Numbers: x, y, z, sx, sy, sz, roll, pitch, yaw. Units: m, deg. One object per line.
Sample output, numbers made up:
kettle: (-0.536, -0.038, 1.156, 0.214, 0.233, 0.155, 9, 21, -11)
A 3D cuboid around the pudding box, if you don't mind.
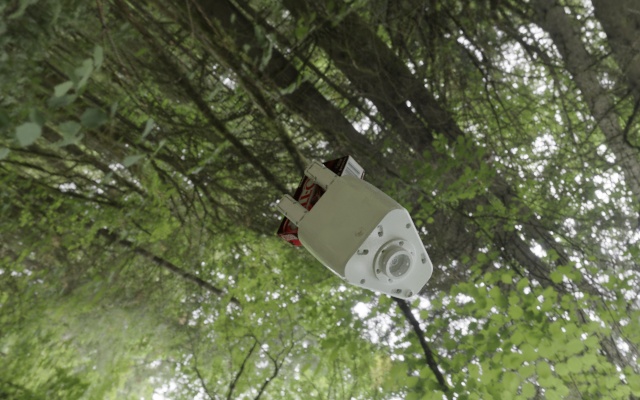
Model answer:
pudding box: (0.000, 0.002, 0.621, 0.039, 0.113, 0.090, 41, -30, -29)
